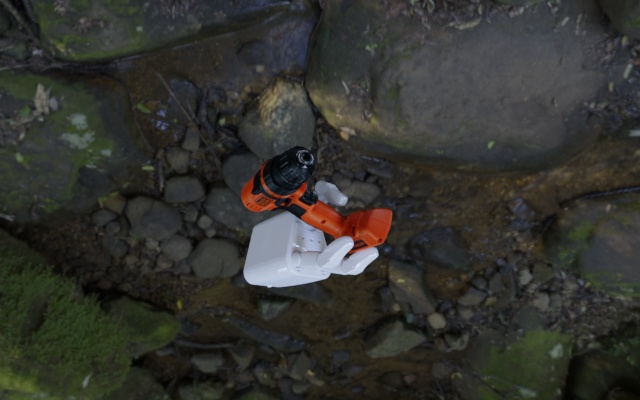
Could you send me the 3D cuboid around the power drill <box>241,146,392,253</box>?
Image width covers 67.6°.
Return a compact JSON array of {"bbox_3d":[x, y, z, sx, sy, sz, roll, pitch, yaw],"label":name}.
[{"bbox_3d":[0.000,0.002,0.641,0.188,0.057,0.184,28,-24,-18],"label":"power drill"}]
